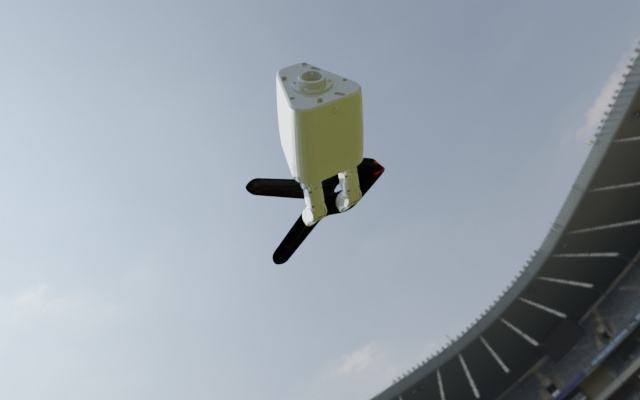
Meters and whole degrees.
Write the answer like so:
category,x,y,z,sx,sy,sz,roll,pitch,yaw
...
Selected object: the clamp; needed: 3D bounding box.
category,x,y,z,sx,sy,sz,roll,pitch,yaw
clamp,0.000,0.001,0.694,0.210,0.165,0.036,-24,46,-20
